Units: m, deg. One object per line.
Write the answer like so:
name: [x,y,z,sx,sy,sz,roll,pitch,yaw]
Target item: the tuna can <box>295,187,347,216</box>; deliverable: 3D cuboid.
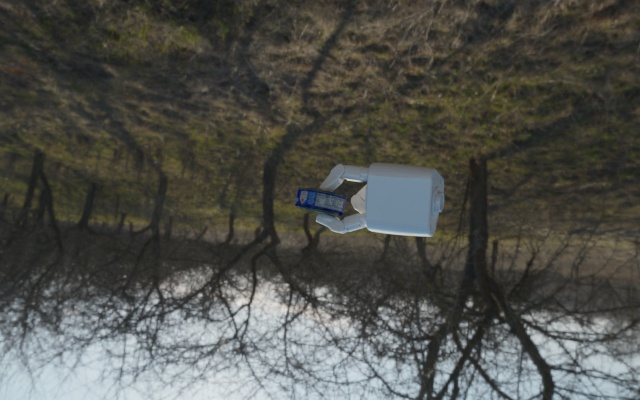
tuna can: [0.000,0.003,0.818,0.086,0.034,0.086,11,-4,1]
